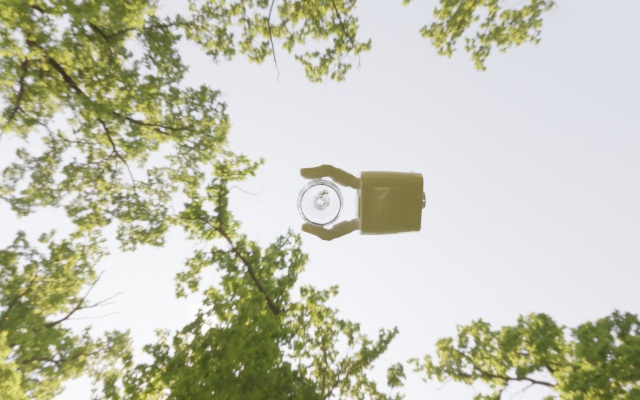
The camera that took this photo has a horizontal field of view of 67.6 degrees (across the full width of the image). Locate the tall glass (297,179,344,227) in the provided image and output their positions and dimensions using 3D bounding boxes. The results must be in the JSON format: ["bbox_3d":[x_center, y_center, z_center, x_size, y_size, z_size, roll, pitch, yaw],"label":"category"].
[{"bbox_3d":[0.000,0.003,0.817,0.079,0.079,0.201,0,2,0],"label":"tall glass"}]
